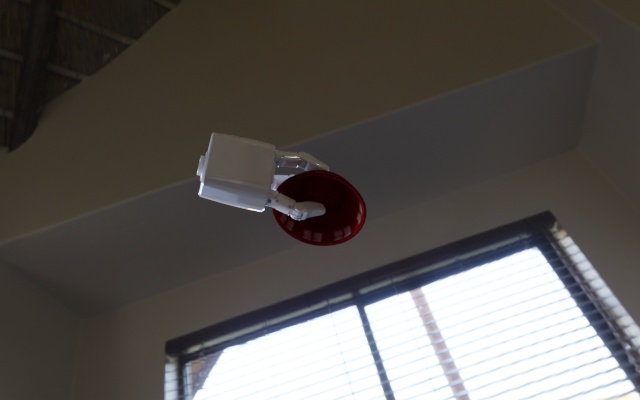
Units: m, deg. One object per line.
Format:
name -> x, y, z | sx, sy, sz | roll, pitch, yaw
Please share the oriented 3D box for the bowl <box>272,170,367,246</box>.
bowl -> 0.001, 0.003, 0.826 | 0.162, 0.162, 0.055 | 0, 38, 10
